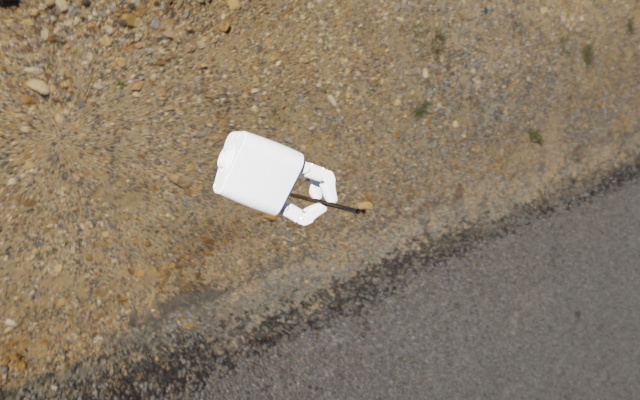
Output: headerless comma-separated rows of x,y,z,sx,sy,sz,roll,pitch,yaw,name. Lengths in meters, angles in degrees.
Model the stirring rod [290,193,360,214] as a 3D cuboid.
0.000,0.003,0.830,0.011,0.011,0.239,0,7,-29,stirring rod
